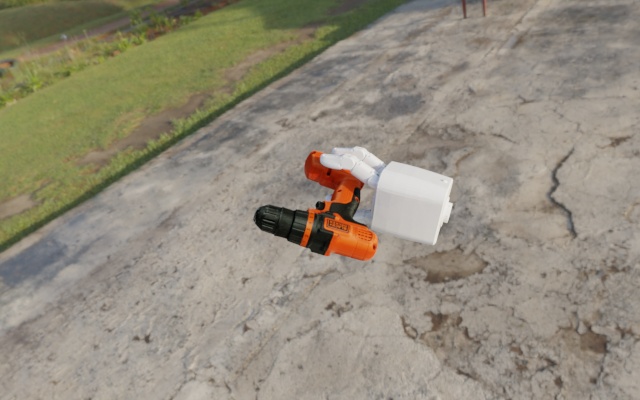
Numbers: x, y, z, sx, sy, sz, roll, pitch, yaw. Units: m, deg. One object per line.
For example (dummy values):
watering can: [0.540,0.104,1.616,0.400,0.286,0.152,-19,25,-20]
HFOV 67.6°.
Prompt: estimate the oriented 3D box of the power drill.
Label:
power drill: [0.000,0.002,0.746,0.184,0.057,0.187,18,42,-7]
